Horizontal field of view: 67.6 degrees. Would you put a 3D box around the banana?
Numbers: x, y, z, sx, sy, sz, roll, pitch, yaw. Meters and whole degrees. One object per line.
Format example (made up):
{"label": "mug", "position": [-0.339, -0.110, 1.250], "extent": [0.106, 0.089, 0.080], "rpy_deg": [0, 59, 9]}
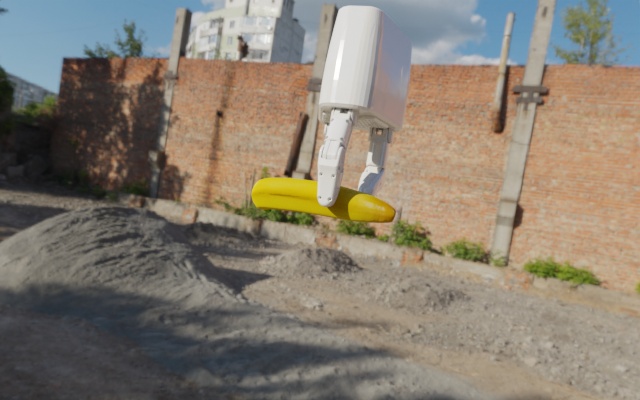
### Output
{"label": "banana", "position": [-0.014, -0.002, 0.525], "extent": [0.198, 0.037, 0.069], "rpy_deg": [5, -8, 42]}
